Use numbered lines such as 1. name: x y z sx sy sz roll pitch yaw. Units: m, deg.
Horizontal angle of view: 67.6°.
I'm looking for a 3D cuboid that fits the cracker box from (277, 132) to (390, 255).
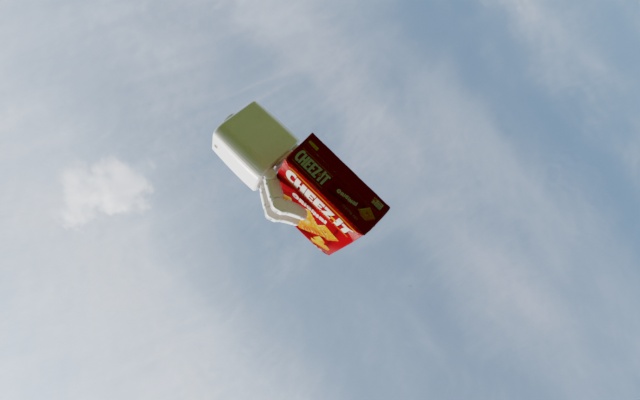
1. cracker box: 0.000 0.003 0.793 0.072 0.164 0.214 -47 0 -20
